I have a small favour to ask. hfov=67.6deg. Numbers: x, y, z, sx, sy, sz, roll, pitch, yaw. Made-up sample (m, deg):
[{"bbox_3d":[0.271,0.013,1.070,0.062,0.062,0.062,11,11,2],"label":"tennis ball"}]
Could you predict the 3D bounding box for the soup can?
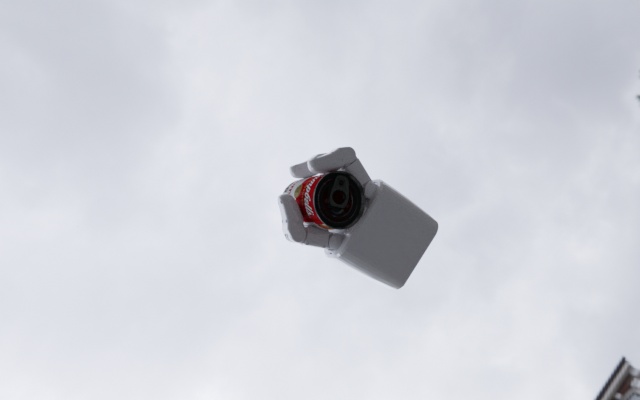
[{"bbox_3d":[0.000,0.002,0.589,0.068,0.068,0.102,0,-3,-27],"label":"soup can"}]
